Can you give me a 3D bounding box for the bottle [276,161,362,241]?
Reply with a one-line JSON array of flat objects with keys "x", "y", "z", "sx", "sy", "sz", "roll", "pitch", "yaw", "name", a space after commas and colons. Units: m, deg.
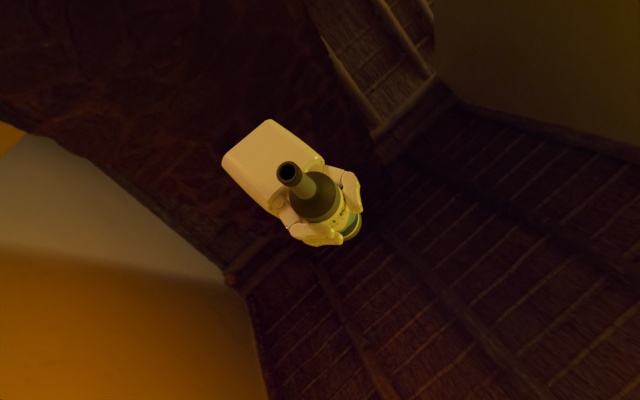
[{"x": 0.000, "y": 0.002, "z": 0.674, "sx": 0.069, "sy": 0.069, "sz": 0.296, "roll": 0, "pitch": -13, "yaw": 15, "name": "bottle"}]
